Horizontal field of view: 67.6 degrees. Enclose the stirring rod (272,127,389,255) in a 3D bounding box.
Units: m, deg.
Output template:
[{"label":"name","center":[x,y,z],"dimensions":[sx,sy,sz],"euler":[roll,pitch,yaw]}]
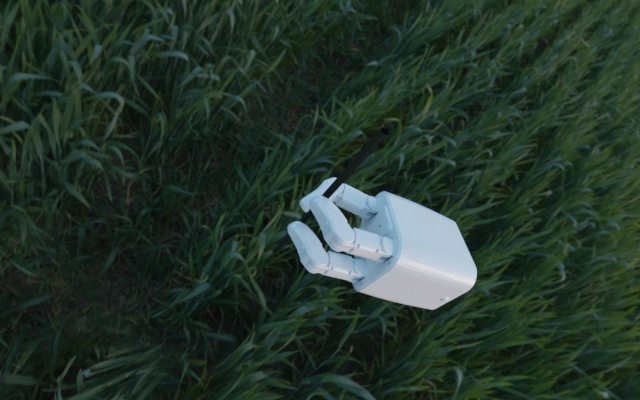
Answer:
[{"label":"stirring rod","center":[0.000,0.002,0.497],"dimensions":[0.011,0.011,0.240],"euler":[0,-31,-32]}]
